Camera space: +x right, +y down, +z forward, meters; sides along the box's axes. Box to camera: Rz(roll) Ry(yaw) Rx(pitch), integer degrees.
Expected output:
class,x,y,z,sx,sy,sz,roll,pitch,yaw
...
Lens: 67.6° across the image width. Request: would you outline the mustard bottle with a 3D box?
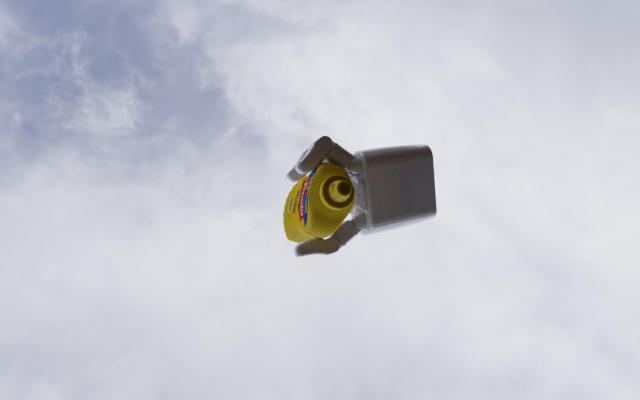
class,x,y,z,sx,sy,sz,roll,pitch,yaw
mustard bottle,0.000,0.002,0.624,0.058,0.096,0.191,16,-14,-14
